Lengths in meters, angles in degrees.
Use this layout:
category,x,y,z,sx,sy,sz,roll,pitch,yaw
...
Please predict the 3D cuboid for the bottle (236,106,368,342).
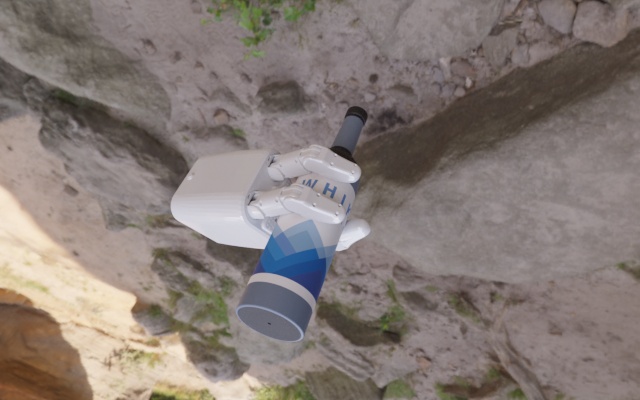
category,x,y,z,sx,sy,sz,roll,pitch,yaw
bottle,0.000,0.002,0.516,0.069,0.295,0.069,15,-36,11
